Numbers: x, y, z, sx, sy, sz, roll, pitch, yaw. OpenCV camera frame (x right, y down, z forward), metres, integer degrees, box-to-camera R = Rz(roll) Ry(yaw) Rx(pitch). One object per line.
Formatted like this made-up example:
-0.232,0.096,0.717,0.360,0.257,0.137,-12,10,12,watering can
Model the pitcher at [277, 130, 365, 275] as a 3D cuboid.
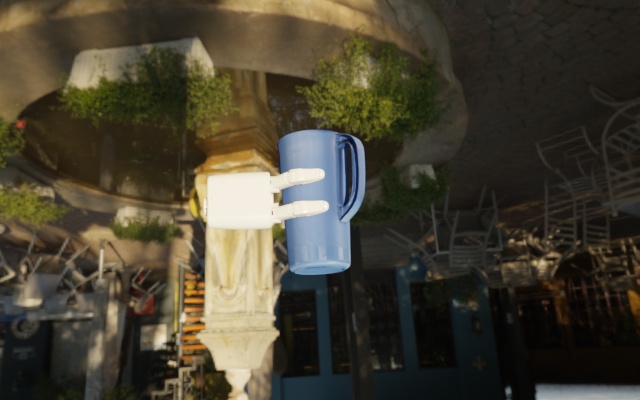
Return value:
0.000,0.003,0.847,0.145,0.242,0.149,-2,-16,-7,pitcher
